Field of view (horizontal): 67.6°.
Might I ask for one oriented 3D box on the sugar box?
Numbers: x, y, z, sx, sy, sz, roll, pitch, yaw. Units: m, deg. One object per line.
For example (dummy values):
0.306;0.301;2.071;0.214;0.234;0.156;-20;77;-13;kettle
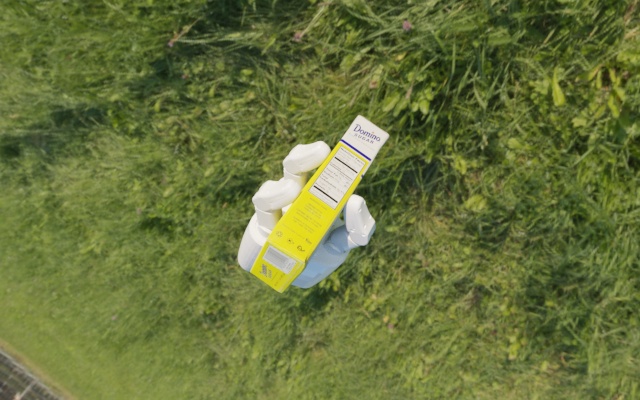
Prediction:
0.000;0.001;0.485;0.048;0.176;0.093;33;-32;-1;sugar box
